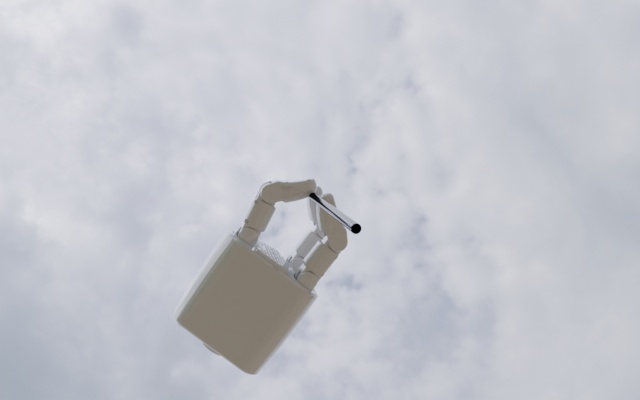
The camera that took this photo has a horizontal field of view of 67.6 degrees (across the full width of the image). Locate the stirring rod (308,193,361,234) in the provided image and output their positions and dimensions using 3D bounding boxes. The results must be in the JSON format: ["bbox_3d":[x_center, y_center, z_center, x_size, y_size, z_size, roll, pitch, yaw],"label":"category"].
[{"bbox_3d":[0.000,0.002,0.462,0.011,0.011,0.239,0,9,-13],"label":"stirring rod"}]
